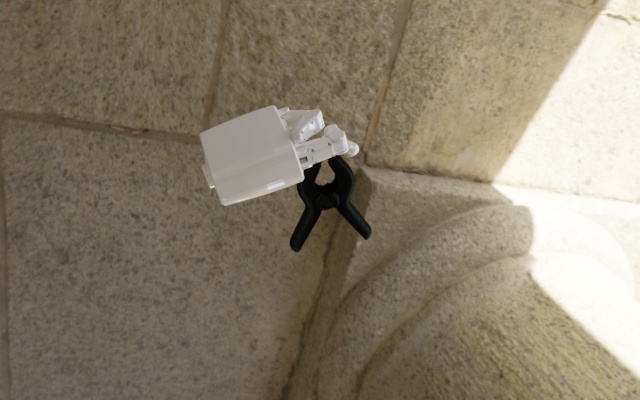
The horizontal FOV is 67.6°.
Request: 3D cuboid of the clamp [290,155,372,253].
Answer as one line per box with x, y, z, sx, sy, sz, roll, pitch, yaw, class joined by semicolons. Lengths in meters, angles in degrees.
0.000;0.002;0.660;0.120;0.172;0.039;-20;32;-6;clamp
